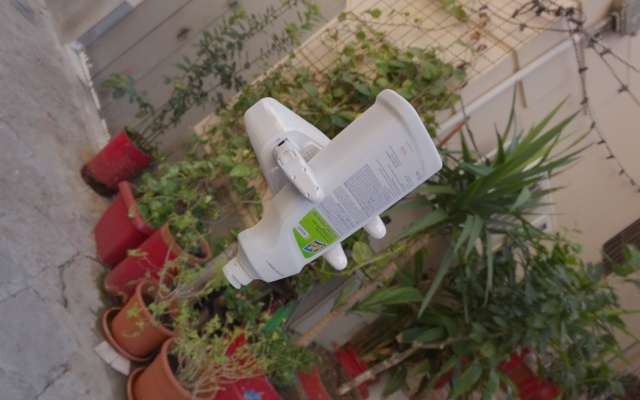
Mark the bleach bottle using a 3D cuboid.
[{"bbox_3d":[0.000,0.002,0.498,0.251,0.103,0.068,-37,37,3],"label":"bleach bottle"}]
